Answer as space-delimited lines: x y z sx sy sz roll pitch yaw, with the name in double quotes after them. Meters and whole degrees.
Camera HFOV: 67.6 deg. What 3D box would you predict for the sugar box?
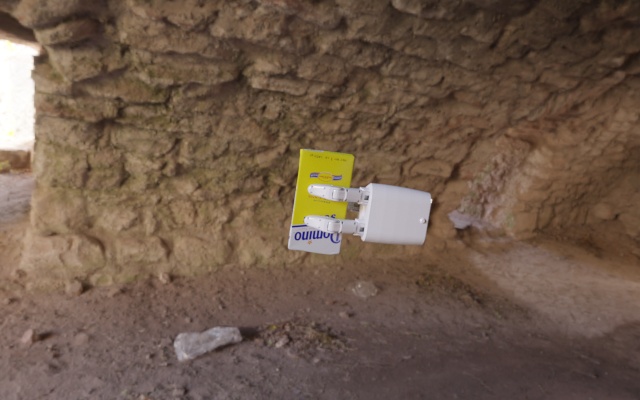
0.000 0.003 0.830 0.093 0.176 0.048 7 9 -4 "sugar box"
